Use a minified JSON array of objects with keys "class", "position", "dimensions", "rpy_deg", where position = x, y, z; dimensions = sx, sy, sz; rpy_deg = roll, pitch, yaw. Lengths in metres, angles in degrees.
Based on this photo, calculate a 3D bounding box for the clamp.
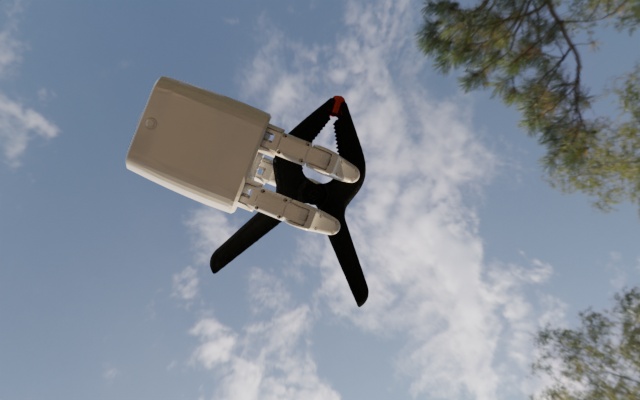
[{"class":"clamp","position":[0.000,0.001,0.487],"dimensions":[0.164,0.210,0.036],"rpy_deg":[21,0,-9]}]
